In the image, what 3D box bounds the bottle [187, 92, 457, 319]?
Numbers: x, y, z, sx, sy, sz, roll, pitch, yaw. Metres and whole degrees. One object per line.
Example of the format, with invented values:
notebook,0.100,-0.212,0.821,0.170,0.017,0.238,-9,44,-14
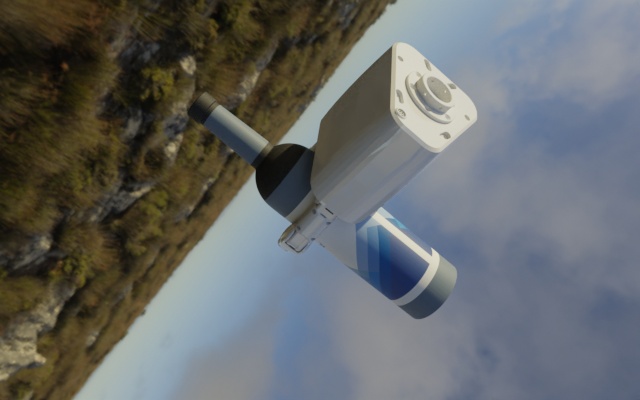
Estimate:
bottle,0.000,0.002,0.459,0.296,0.069,0.069,39,-7,-9
